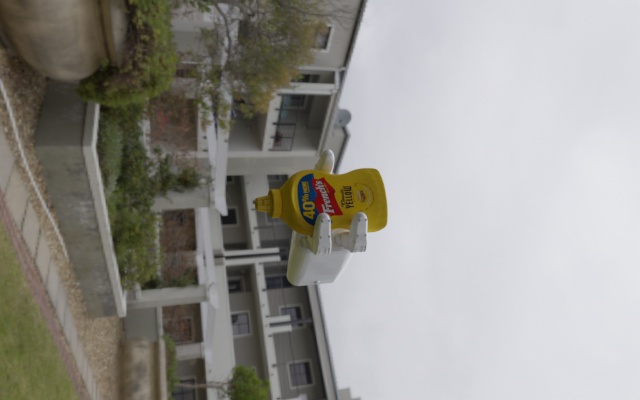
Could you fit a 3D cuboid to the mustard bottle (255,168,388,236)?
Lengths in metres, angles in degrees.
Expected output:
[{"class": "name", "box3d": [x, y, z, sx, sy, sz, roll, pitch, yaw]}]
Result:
[{"class": "mustard bottle", "box3d": [0.000, 0.002, 0.698, 0.191, 0.096, 0.058, -2, -13, -18]}]
